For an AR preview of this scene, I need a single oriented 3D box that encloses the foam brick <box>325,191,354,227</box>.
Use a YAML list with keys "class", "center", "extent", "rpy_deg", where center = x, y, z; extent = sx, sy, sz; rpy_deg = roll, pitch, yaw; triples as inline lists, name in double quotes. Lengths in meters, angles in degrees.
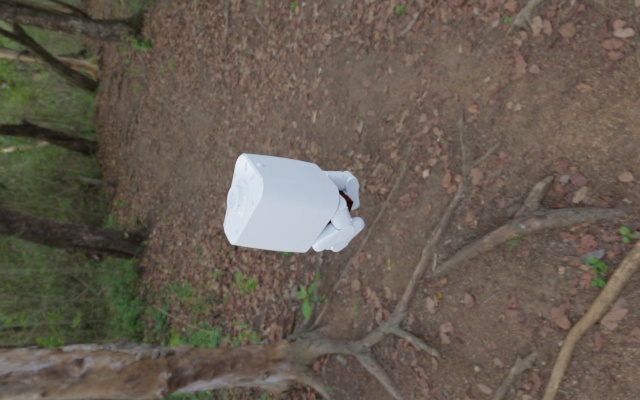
- class: "foam brick"
  center: [0.000, 0.002, 0.669]
  extent: [0.051, 0.053, 0.078]
  rpy_deg: [8, 25, -32]
